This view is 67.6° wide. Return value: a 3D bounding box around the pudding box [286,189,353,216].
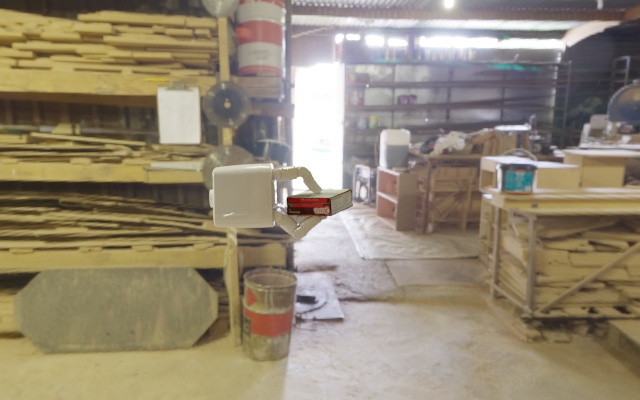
[{"bbox_3d":[0.000,0.003,0.893,0.090,0.039,0.113,2,12,24],"label":"pudding box"}]
